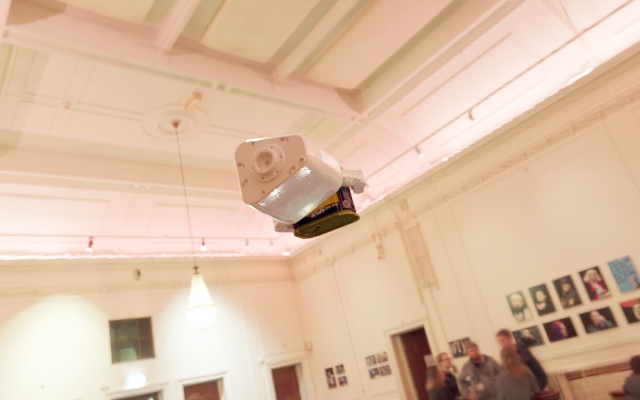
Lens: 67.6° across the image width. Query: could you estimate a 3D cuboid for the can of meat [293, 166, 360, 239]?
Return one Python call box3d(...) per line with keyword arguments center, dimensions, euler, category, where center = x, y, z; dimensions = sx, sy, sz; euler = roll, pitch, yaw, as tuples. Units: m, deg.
box3d(center=(0.000, 0.002, 0.732), dimensions=(0.102, 0.084, 0.057), euler=(-23, -22, 22), category="can of meat")
